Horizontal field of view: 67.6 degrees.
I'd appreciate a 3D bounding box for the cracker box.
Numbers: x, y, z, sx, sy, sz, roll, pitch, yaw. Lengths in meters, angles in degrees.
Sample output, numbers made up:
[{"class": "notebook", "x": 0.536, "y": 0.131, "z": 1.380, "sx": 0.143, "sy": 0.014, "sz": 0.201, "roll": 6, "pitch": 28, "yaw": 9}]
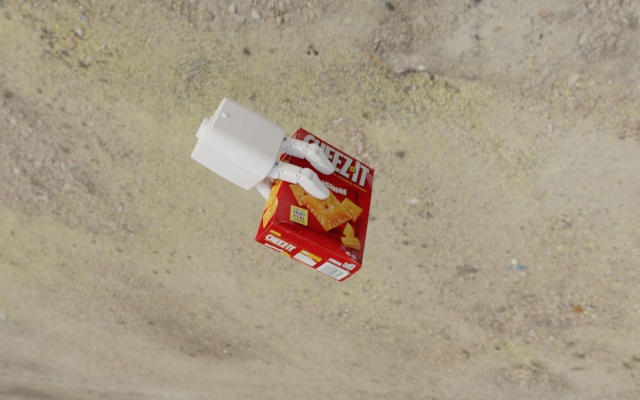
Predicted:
[{"class": "cracker box", "x": 0.000, "y": 0.003, "z": 0.791, "sx": 0.164, "sy": 0.213, "sz": 0.072, "roll": 28, "pitch": -41, "yaw": -18}]
